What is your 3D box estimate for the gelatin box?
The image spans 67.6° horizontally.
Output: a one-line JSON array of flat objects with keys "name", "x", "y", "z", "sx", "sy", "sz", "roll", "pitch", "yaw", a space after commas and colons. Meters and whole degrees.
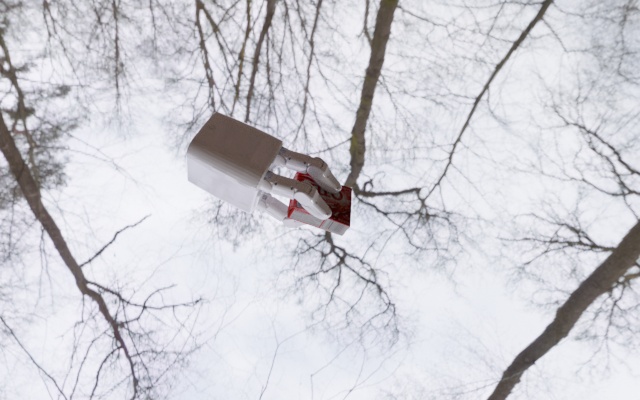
[{"name": "gelatin box", "x": 0.000, "y": 0.003, "z": 0.681, "sx": 0.089, "sy": 0.073, "sz": 0.030, "roll": 20, "pitch": -43, "yaw": -15}]
